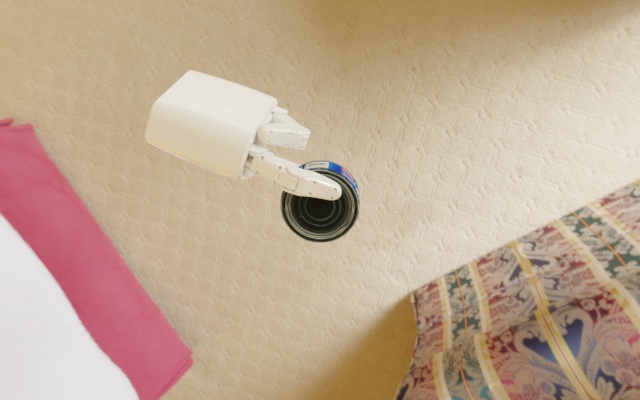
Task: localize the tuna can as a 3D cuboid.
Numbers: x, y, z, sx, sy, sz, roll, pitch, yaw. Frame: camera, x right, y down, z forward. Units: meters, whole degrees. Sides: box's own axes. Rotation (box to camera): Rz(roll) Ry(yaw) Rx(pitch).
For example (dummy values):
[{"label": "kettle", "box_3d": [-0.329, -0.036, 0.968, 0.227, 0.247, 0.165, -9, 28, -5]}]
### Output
[{"label": "tuna can", "box_3d": [0.000, 0.002, 0.515, 0.086, 0.086, 0.033, 0, 20, 3]}]
